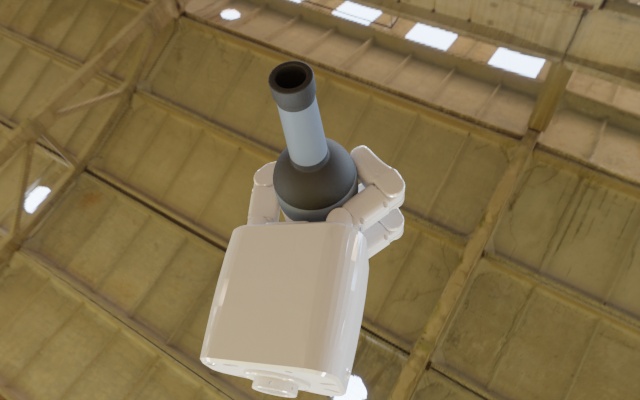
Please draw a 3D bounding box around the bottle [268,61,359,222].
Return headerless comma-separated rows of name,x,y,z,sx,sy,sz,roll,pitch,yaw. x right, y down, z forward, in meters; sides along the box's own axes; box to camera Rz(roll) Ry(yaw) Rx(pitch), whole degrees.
bottle,0.000,0.001,0.406,0.069,0.069,0.296,0,-30,8
